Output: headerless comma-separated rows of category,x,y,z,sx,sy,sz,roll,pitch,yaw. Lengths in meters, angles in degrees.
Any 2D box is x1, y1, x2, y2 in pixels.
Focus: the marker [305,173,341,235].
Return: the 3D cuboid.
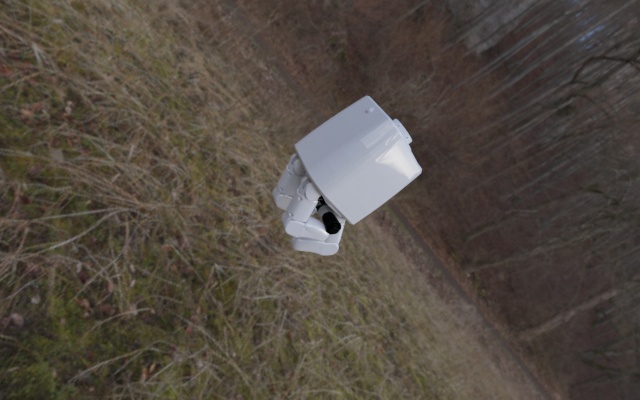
marker,0.000,0.002,0.591,0.020,0.020,0.121,0,33,-19
